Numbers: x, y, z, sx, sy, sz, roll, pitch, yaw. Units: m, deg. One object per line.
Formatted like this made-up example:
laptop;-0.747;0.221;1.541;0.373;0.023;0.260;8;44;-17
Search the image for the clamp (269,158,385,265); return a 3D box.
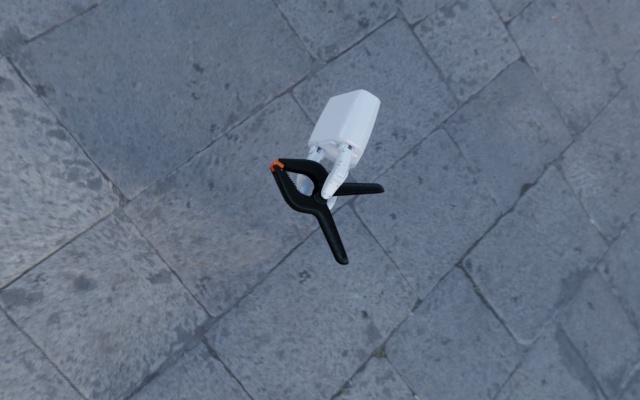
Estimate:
clamp;0.000;0.002;0.817;0.210;0.164;0.036;28;-20;-17
